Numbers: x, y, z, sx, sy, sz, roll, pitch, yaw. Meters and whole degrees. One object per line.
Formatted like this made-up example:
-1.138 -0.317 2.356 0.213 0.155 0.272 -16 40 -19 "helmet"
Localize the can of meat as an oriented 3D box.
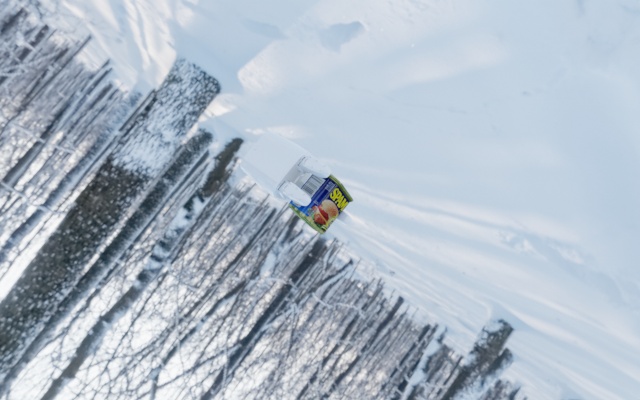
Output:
0.000 0.003 0.809 0.057 0.084 0.102 36 -6 30 "can of meat"
